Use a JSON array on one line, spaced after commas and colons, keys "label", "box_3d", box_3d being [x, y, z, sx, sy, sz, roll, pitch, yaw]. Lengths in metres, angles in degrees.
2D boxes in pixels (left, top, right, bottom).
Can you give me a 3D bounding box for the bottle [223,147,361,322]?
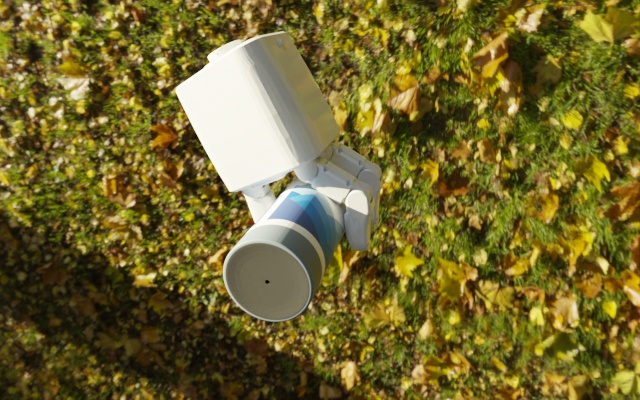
[{"label": "bottle", "box_3d": [0.000, 0.002, 0.460, 0.069, 0.069, 0.295, 0, 22, 16]}]
